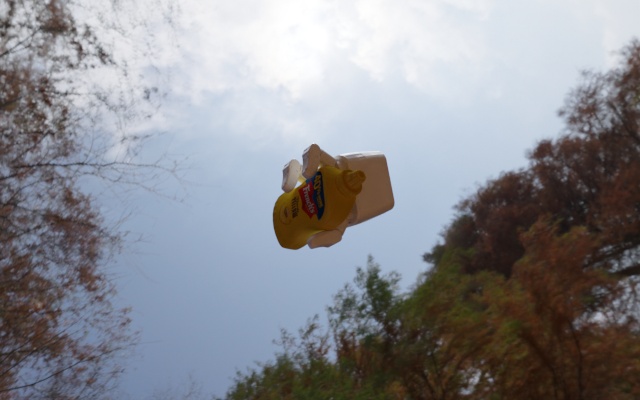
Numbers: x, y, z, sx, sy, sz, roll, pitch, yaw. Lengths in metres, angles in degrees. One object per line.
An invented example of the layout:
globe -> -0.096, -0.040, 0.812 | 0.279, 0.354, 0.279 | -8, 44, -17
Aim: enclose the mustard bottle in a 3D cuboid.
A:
mustard bottle -> 0.000, 0.002, 0.731 | 0.058, 0.096, 0.192 | 16, -33, -35
